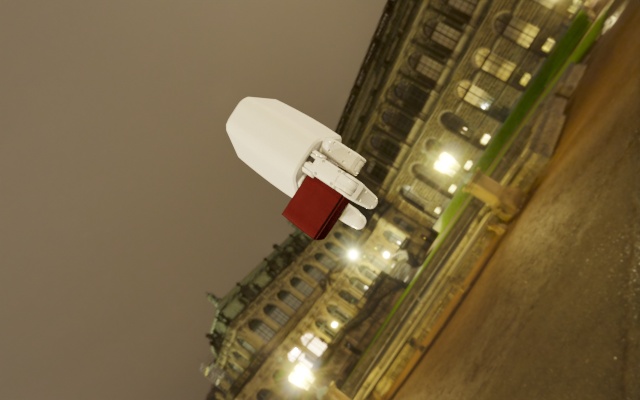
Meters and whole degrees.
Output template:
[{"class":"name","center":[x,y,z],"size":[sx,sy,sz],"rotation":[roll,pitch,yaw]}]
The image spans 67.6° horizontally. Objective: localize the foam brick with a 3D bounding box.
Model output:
[{"class":"foam brick","center":[0.000,0.002,0.570],"size":[0.051,0.078,0.053],"rotation":[34,2,12]}]
